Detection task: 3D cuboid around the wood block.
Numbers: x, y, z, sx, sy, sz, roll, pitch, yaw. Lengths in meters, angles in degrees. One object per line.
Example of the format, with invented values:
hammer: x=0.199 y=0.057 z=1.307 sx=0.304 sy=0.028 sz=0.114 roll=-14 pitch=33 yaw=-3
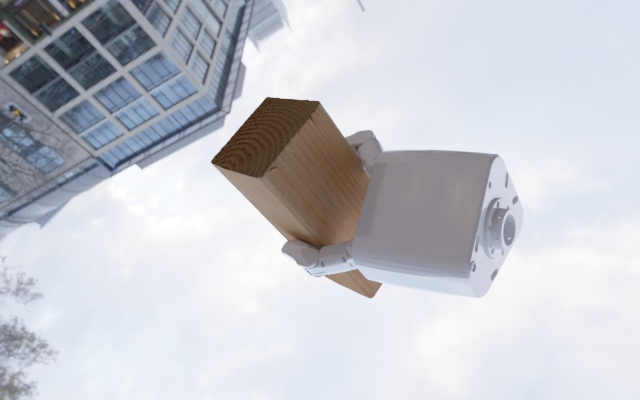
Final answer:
wood block: x=0.000 y=0.002 z=0.491 sx=0.090 sy=0.091 sz=0.206 roll=18 pitch=-25 yaw=48
